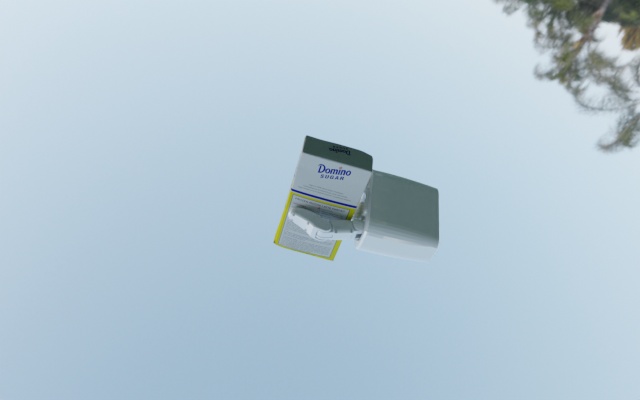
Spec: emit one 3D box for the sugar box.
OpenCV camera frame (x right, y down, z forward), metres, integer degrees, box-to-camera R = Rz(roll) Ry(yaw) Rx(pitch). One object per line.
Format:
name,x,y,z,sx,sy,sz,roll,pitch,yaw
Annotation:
sugar box,0.000,0.002,0.650,0.093,0.176,0.048,16,39,-6
